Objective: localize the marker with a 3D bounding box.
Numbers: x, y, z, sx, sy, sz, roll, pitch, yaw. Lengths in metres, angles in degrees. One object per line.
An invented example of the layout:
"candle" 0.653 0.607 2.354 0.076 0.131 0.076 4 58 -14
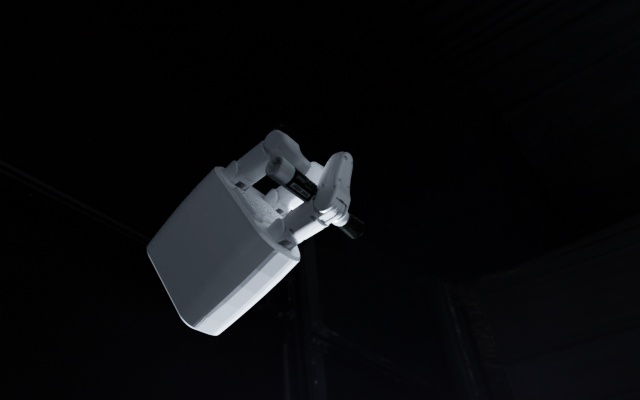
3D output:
"marker" 0.000 0.001 0.407 0.020 0.020 0.121 0 -28 43
